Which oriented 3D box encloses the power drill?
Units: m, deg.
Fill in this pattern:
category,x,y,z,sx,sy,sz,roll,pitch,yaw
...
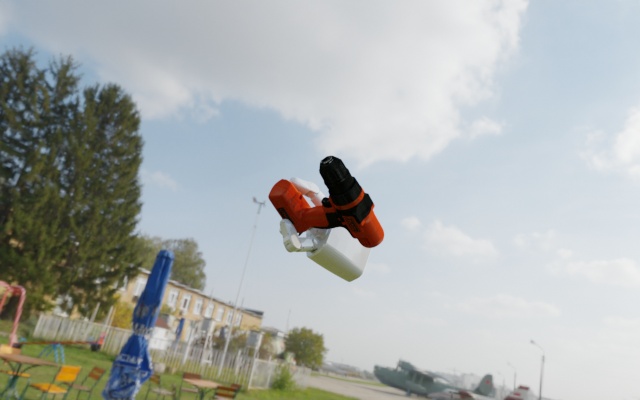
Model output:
category,x,y,z,sx,sy,sz,roll,pitch,yaw
power drill,0.000,0.003,0.803,0.187,0.184,0.057,4,45,44
